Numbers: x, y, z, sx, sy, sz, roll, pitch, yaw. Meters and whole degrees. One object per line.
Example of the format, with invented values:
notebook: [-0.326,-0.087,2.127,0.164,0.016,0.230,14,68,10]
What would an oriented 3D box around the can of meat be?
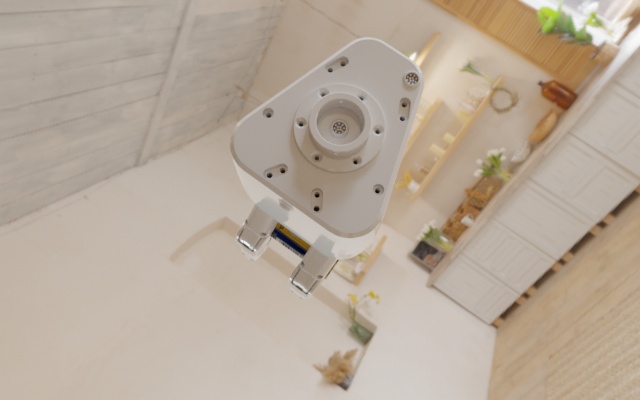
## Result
can of meat: [0.000,0.001,0.407,0.084,0.102,0.057,35,-5,5]
